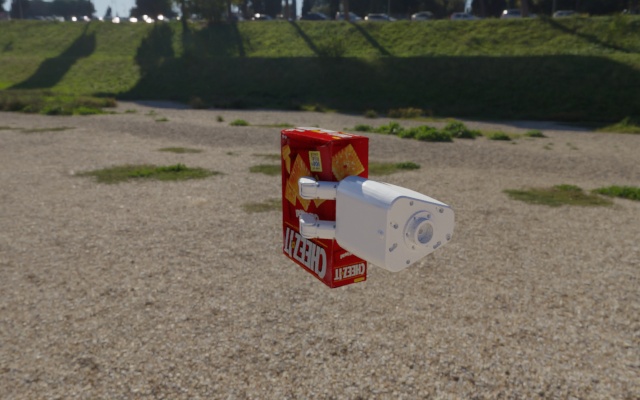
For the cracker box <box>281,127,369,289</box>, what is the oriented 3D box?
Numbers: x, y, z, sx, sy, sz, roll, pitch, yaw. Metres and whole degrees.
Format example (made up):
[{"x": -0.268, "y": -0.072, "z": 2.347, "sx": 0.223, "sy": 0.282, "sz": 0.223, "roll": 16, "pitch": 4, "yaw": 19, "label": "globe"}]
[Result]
[{"x": 0.000, "y": 0.002, "z": 0.726, "sx": 0.072, "sy": 0.214, "sz": 0.164, "roll": -8, "pitch": 17, "yaw": -28, "label": "cracker box"}]
